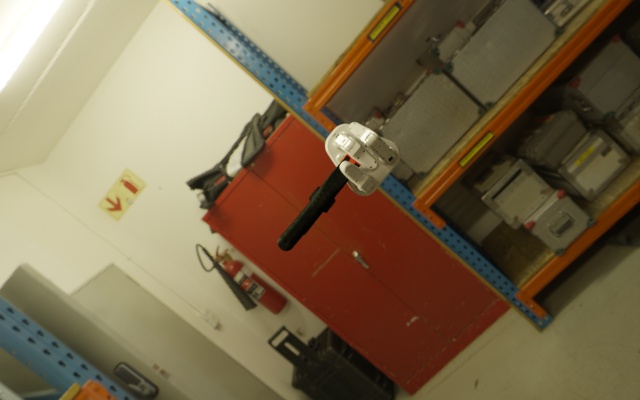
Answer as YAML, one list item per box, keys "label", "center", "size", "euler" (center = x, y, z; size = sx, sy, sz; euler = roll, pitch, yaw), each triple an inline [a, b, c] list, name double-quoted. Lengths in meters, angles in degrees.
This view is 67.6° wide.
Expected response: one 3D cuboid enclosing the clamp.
- label: "clamp"
  center: [0.000, 0.002, 0.737]
  size: [0.039, 0.171, 0.120]
  euler: [41, 5, -4]
